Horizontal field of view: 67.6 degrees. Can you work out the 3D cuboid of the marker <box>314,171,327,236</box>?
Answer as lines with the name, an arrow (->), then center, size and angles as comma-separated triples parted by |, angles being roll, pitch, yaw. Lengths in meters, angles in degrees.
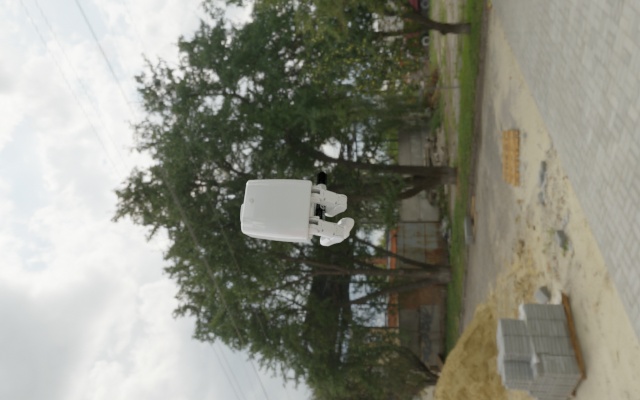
marker -> 0.000, 0.003, 0.831 | 0.020, 0.121, 0.020 | 3, -28, 1
